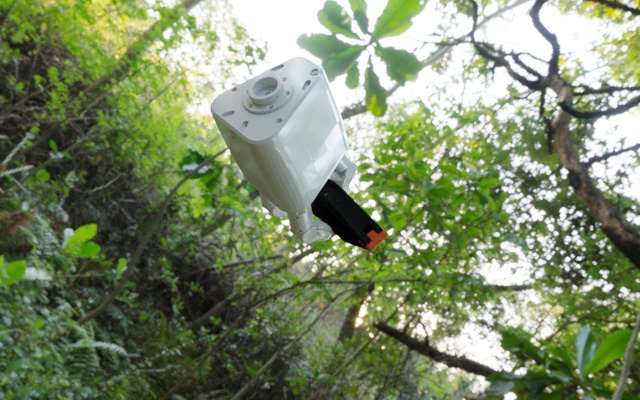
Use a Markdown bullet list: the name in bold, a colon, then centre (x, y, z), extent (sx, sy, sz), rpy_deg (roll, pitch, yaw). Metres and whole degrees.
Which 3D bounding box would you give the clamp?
- **clamp**: centre (0.001, 0.002, 0.579), extent (0.210, 0.036, 0.165), rpy_deg (39, -16, 34)
